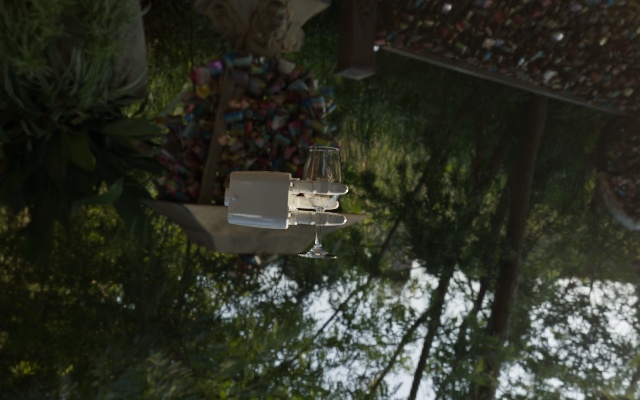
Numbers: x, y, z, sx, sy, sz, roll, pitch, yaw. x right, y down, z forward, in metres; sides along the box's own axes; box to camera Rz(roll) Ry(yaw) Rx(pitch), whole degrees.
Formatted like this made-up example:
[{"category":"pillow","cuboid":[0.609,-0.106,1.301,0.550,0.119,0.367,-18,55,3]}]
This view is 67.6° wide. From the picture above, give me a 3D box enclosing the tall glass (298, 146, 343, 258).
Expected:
[{"category":"tall glass","cuboid":[0.000,0.004,0.888,0.079,0.201,0.079,4,-1,0]}]
